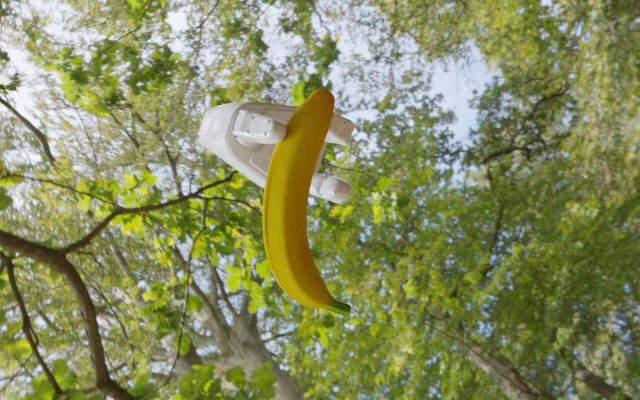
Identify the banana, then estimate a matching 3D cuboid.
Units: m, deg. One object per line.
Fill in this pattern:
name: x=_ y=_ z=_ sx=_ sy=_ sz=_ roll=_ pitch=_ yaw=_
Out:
banana: x=-0.016 y=0.007 z=0.403 sx=0.069 sy=0.198 sz=0.037 roll=-9 pitch=12 yaw=-25
